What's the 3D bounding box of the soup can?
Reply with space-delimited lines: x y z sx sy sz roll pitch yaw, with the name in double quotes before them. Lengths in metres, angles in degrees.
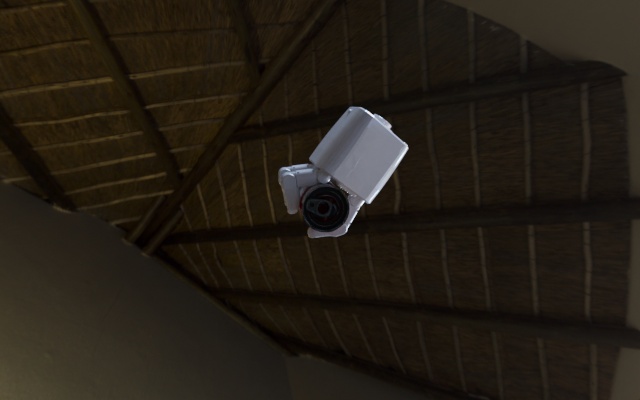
"soup can" 0.000 0.003 0.720 0.068 0.068 0.102 0 12 -9
